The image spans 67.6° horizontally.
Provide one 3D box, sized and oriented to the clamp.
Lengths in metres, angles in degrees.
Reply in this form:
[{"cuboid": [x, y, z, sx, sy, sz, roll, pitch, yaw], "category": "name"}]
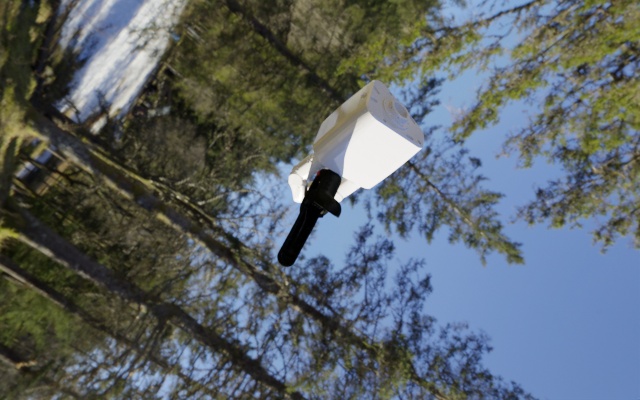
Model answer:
[{"cuboid": [0.001, 0.002, 0.642, 0.039, 0.171, 0.120, 38, -50, -18], "category": "clamp"}]
